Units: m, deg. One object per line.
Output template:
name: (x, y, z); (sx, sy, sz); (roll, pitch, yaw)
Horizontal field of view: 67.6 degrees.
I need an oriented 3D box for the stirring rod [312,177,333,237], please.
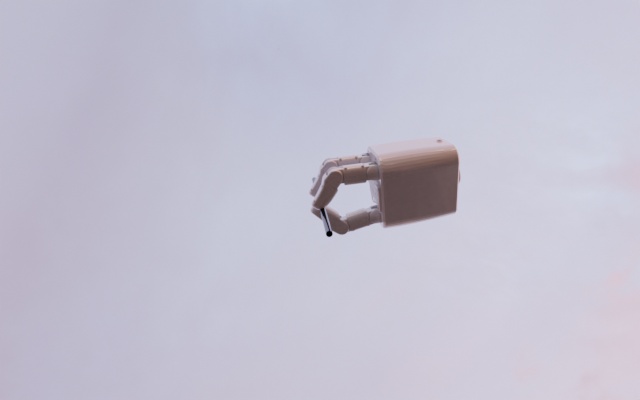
stirring rod: (0.000, 0.002, 0.660); (0.011, 0.011, 0.239); (0, 17, -5)
